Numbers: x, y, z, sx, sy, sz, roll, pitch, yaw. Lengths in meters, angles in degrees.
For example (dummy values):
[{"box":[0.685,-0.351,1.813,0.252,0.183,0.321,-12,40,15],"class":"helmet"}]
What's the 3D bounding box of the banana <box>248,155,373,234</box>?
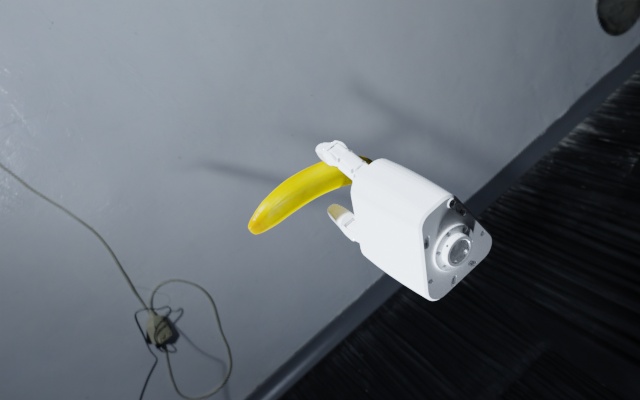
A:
[{"box":[0.002,-0.015,0.580,0.198,0.070,0.037,-18,33,-26],"class":"banana"}]
